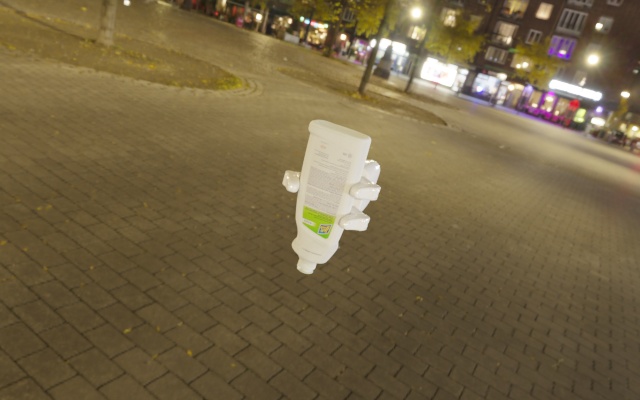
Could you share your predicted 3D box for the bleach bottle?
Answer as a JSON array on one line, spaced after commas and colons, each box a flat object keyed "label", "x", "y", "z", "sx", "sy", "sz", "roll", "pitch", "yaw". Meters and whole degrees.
[{"label": "bleach bottle", "x": 0.000, "y": 0.003, "z": 0.787, "sx": 0.102, "sy": 0.251, "sz": 0.068, "roll": 22, "pitch": 19, "yaw": 14}]
